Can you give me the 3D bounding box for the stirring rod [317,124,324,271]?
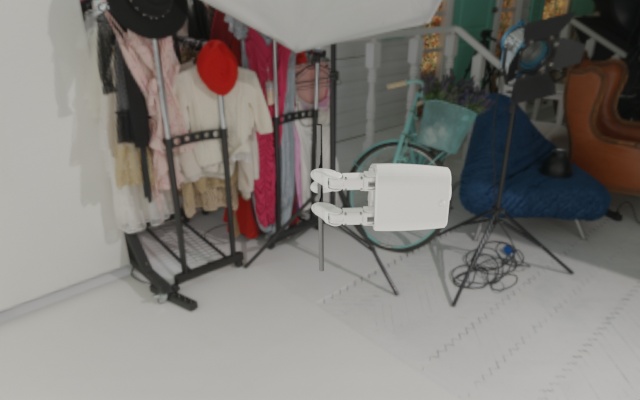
[{"bbox_3d":[0.000,0.002,0.732,0.011,0.240,0.011,-1,23,0],"label":"stirring rod"}]
